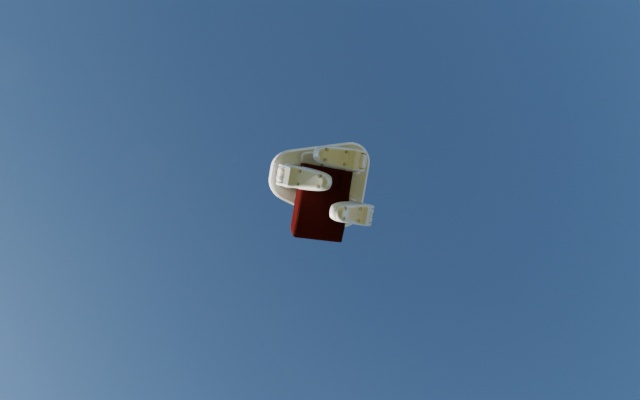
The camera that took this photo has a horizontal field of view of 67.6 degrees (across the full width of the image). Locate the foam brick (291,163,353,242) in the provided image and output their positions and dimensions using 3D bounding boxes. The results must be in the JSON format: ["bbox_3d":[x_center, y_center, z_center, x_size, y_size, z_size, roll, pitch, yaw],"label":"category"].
[{"bbox_3d":[0.000,0.002,0.516,0.053,0.078,0.051,9,3,-9],"label":"foam brick"}]
